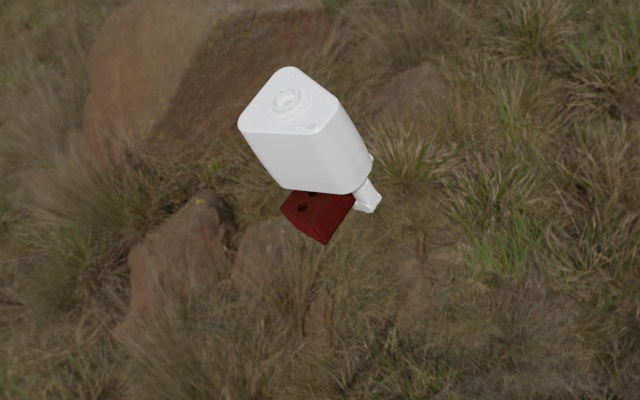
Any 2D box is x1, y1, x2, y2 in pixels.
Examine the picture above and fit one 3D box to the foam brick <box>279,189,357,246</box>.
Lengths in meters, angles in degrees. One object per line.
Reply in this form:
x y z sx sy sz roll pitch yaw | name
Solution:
0.000 0.002 0.568 0.053 0.078 0.051 25 -18 35 | foam brick
